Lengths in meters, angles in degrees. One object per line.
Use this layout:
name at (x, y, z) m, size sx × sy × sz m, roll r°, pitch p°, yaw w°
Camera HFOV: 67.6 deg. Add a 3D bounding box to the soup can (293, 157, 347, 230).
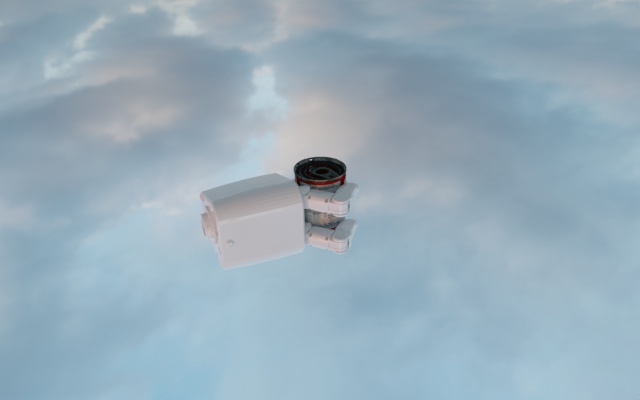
soup can at (0.000, 0.002, 0.632) m, size 0.068 × 0.102 × 0.068 m, roll -1°, pitch 31°, yaw 0°
